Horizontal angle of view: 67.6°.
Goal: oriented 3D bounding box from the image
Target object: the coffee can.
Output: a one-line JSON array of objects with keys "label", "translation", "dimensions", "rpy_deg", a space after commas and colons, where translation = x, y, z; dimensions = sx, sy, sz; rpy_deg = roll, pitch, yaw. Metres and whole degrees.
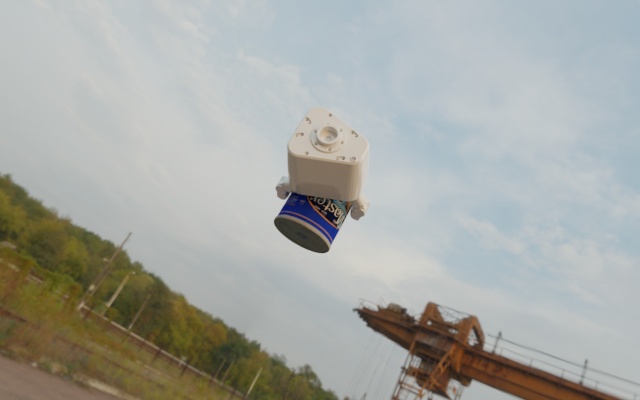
[{"label": "coffee can", "translation": [0.000, 0.003, 0.800], "dimensions": [0.103, 0.140, 0.103], "rpy_deg": [25, -24, 12]}]
